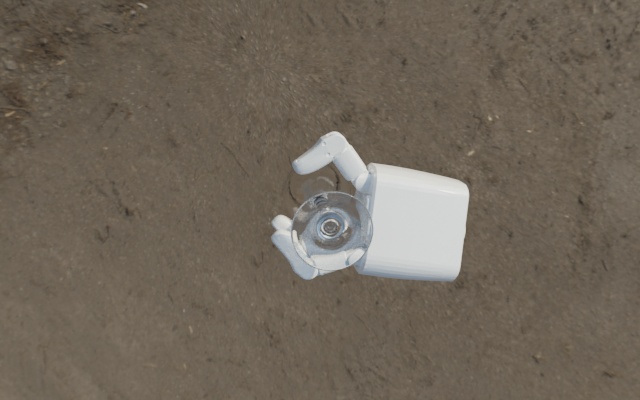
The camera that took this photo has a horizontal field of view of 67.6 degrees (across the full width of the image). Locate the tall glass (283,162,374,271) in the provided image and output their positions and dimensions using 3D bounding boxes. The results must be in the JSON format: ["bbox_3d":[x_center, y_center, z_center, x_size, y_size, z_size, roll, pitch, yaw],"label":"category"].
[{"bbox_3d":[0.000,0.002,0.515,0.079,0.079,0.201,0,15,-7],"label":"tall glass"}]
